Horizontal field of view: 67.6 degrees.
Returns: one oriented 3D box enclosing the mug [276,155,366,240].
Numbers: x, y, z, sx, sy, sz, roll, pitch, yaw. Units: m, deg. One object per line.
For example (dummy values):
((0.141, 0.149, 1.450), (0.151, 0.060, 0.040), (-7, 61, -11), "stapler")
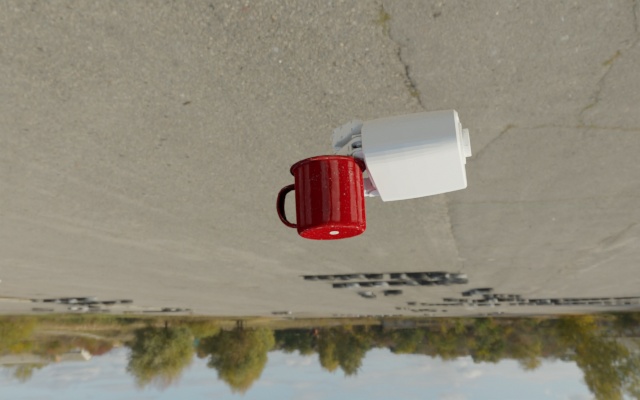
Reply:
((-0.001, 0.002, 0.569), (0.117, 0.081, 0.093), (-9, -16, 20), "mug")
